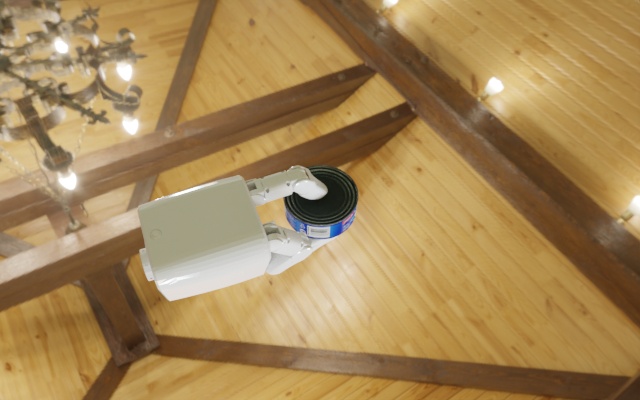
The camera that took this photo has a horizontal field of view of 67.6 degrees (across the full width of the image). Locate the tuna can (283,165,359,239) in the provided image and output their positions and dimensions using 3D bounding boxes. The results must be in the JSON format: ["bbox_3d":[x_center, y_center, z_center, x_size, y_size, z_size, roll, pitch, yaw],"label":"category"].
[{"bbox_3d":[0.000,0.002,0.553,0.086,0.086,0.034,0,-36,-1],"label":"tuna can"}]
